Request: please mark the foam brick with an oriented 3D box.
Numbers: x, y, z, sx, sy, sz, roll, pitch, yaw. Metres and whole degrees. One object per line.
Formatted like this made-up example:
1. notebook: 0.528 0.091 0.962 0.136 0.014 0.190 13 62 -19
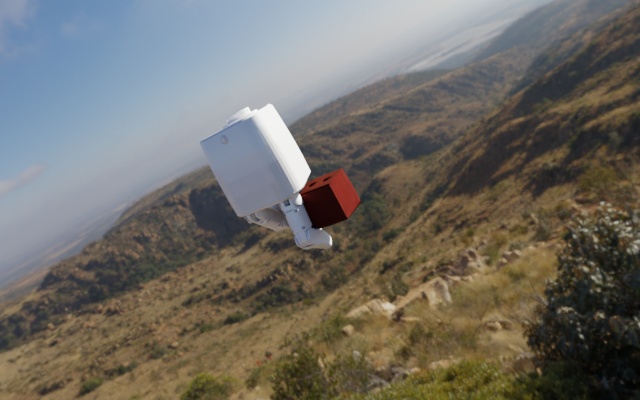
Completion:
1. foam brick: 0.000 0.002 0.600 0.078 0.051 0.053 -20 15 30
